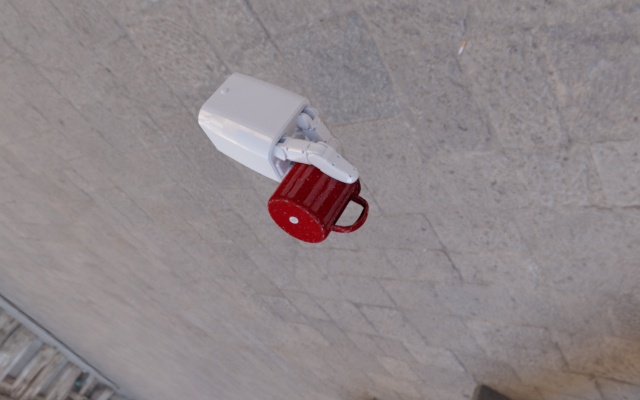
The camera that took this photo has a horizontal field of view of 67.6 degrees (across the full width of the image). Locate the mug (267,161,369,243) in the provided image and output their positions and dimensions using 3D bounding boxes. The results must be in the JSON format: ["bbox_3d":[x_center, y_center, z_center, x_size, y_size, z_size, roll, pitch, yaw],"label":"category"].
[{"bbox_3d":[0.001,0.003,0.570,0.117,0.081,0.093,25,-31,14],"label":"mug"}]
